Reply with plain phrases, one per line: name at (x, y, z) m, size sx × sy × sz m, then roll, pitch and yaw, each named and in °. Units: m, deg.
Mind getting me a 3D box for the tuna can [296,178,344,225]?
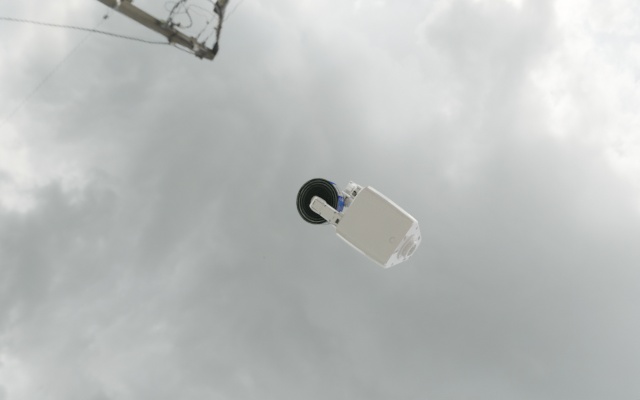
tuna can at (0.000, 0.003, 0.886) m, size 0.086 × 0.086 × 0.034 m, roll 0°, pitch -6°, yaw 25°
